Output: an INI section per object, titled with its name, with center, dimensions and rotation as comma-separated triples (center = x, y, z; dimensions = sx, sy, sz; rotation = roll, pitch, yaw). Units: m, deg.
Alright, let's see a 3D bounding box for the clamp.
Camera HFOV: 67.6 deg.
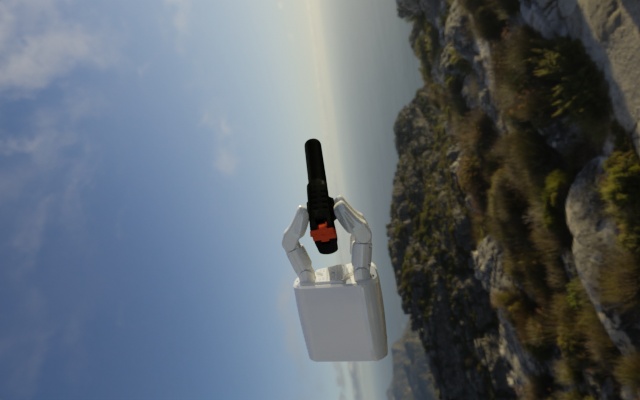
[clamp]
center = -0.001, 0.002, 0.619
dimensions = 0.036, 0.164, 0.210
rotation = -11, 8, 2
